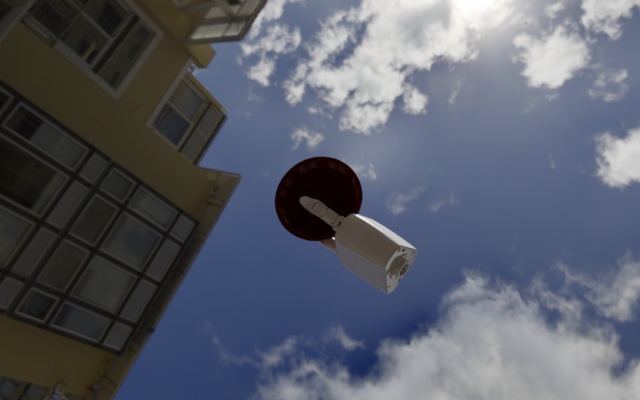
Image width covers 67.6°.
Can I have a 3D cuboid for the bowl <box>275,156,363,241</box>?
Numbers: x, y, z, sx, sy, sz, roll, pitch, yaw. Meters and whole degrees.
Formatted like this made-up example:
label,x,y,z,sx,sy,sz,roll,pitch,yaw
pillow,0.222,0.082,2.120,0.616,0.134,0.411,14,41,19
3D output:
label,x,y,z,sx,sy,sz,roll,pitch,yaw
bowl,-0.001,0.002,0.881,0.162,0.162,0.055,0,-19,12
